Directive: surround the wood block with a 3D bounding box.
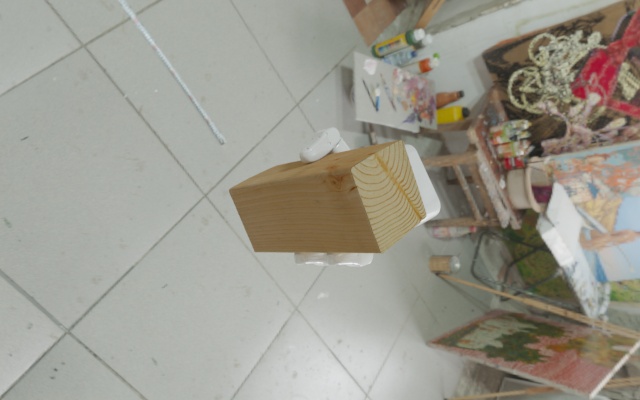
[{"bbox_3d":[0.000,0.001,0.543,0.206,0.091,0.090,-7,18,47],"label":"wood block"}]
